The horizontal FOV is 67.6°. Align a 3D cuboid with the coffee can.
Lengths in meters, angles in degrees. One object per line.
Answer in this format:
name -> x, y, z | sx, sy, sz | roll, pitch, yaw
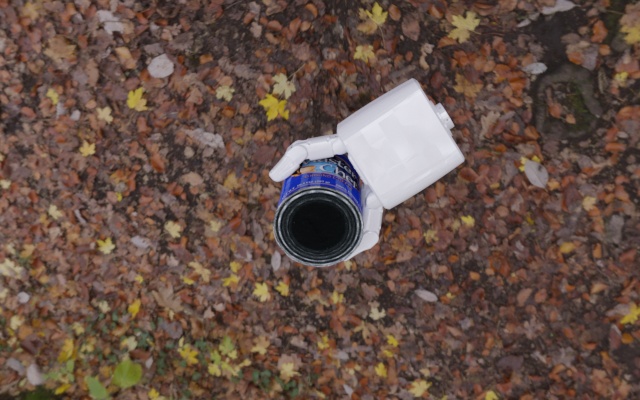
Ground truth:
coffee can -> 0.000, 0.002, 0.596 | 0.103, 0.103, 0.140 | 0, 25, 2
